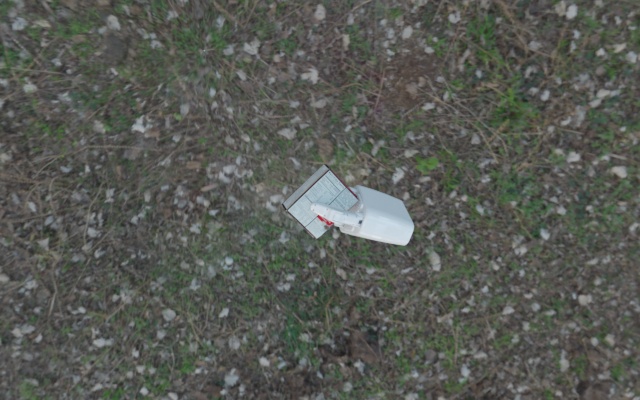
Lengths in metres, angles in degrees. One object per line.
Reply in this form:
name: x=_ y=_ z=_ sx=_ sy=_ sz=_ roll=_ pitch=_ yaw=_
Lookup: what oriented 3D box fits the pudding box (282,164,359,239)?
pudding box: x=0.000 y=0.003 z=0.879 sx=0.090 sy=0.113 sz=0.039 roll=46 pitch=1 yaw=-25
